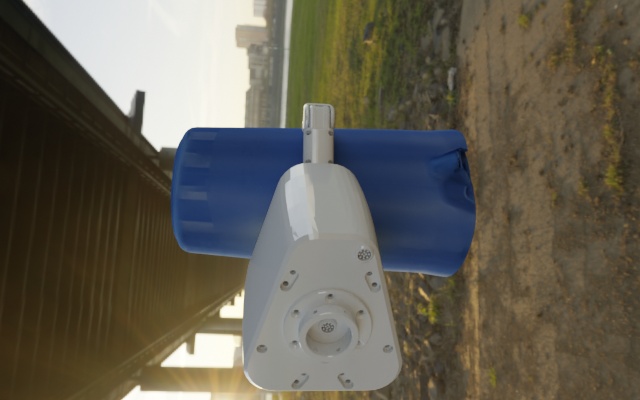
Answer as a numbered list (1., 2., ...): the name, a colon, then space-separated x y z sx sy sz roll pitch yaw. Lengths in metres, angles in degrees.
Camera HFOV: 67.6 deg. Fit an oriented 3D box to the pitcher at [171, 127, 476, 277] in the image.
1. pitcher: 0.000 0.001 0.432 0.243 0.149 0.145 3 22 -6
